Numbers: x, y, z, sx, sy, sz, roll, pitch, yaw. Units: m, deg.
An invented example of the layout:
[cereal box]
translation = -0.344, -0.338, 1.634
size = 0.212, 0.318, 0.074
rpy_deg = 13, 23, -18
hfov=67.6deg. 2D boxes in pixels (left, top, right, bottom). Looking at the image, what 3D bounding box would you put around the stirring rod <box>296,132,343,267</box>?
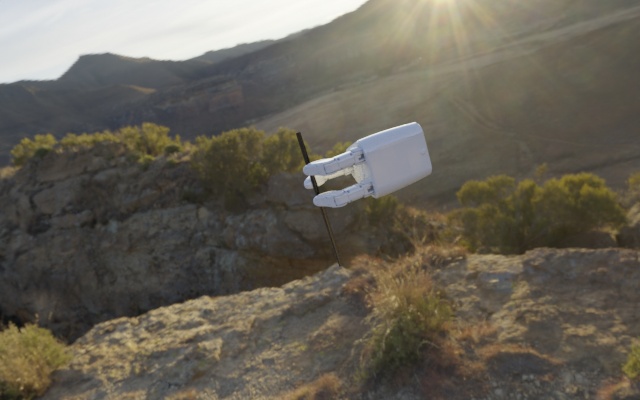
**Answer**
[stirring rod]
translation = 0.000, 0.003, 0.792
size = 0.011, 0.239, 0.011
rpy_deg = -16, 17, 5
